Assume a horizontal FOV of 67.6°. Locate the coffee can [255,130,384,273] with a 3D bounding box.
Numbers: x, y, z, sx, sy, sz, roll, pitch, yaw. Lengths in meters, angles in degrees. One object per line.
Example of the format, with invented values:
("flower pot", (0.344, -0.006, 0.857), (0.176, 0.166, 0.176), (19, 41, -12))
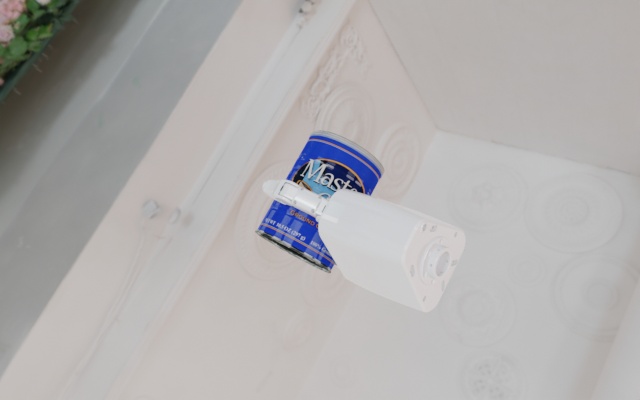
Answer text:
("coffee can", (0.000, 0.002, 0.577), (0.103, 0.140, 0.103), (28, -10, 6))
